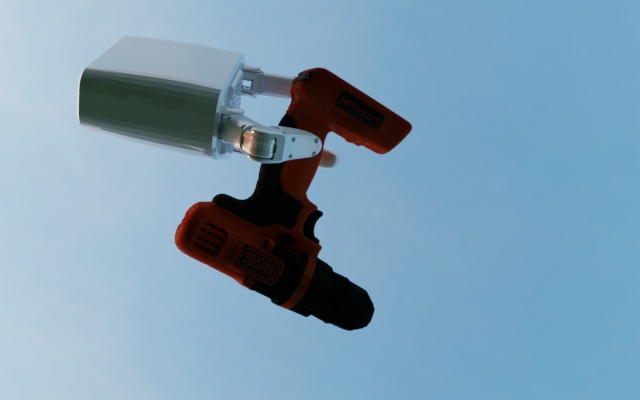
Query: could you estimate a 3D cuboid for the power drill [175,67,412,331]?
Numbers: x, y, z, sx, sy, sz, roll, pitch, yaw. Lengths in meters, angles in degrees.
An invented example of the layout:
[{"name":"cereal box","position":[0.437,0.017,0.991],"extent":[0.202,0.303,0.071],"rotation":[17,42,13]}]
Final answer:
[{"name":"power drill","position":[0.000,0.001,0.403],"extent":[0.184,0.187,0.057],"rotation":[30,-4,-17]}]
